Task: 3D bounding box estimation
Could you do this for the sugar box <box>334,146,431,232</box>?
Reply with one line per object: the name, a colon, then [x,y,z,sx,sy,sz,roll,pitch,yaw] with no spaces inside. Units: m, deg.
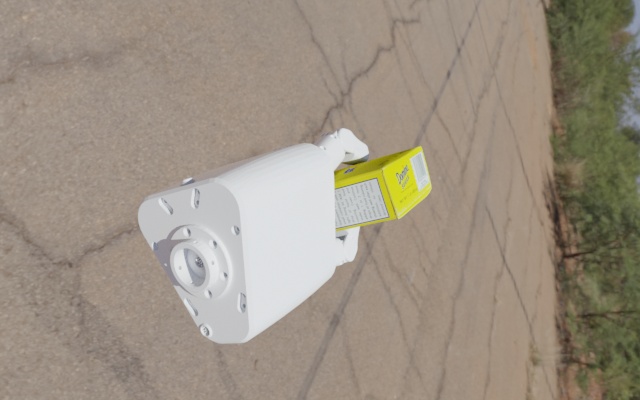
sugar box: [0.000,0.001,0.421,0.176,0.048,0.093,-12,9,32]
